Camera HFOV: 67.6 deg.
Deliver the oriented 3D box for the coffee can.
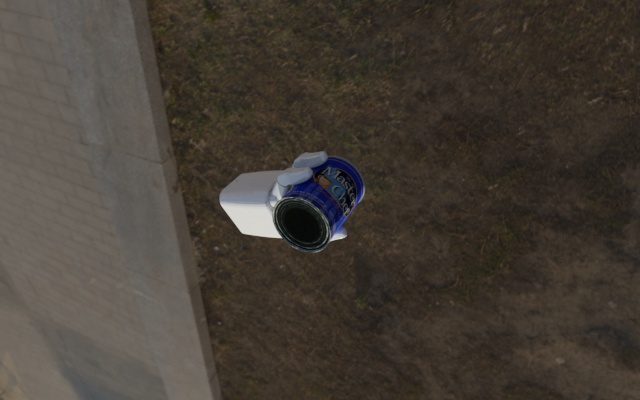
[{"bbox_3d":[0.000,0.003,0.780,0.103,0.103,0.140,0,31,31],"label":"coffee can"}]
